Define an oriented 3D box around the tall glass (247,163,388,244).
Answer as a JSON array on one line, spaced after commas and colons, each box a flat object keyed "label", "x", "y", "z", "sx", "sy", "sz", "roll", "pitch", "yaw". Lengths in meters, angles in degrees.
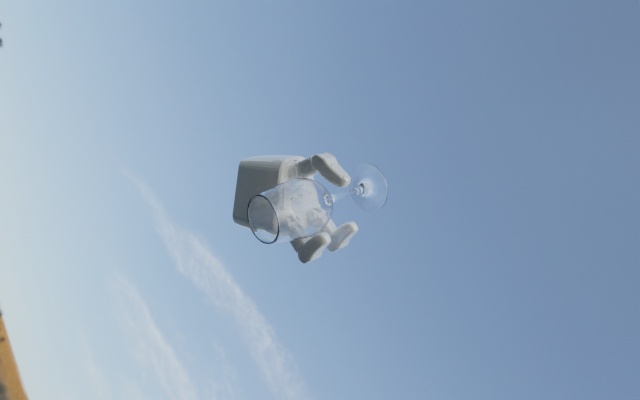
[{"label": "tall glass", "x": 0.001, "y": 0.002, "z": 0.641, "sx": 0.201, "sy": 0.079, "sz": 0.079, "roll": -17, "pitch": 12, "yaw": -43}]
